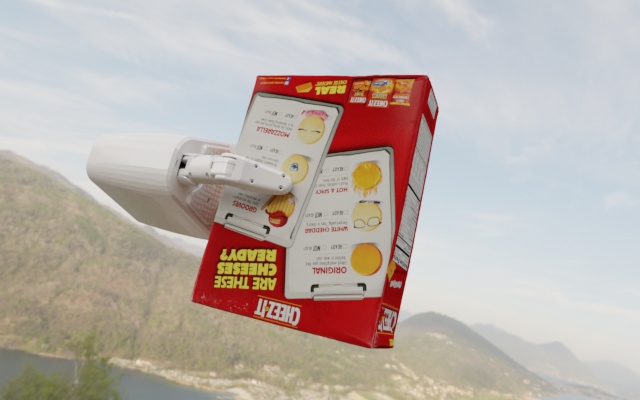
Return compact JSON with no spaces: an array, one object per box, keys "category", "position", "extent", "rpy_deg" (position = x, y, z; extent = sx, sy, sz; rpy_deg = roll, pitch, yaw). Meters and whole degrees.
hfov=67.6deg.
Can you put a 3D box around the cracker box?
[{"category":"cracker box","position":[0.000,0.001,0.411],"extent":[0.164,0.213,0.072],"rpy_deg":[7,-14,26]}]
